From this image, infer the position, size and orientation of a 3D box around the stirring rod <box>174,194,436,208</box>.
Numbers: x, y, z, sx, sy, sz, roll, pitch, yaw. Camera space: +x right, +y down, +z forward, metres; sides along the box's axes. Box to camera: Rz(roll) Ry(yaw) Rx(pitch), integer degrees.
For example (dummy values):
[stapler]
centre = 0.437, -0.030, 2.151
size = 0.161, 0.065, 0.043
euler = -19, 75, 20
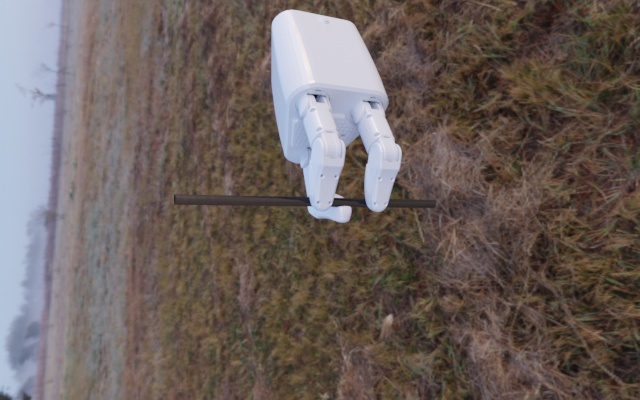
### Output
[stirring rod]
centre = 0.000, 0.001, 0.407
size = 0.239, 0.011, 0.011
euler = 1, -1, -25
